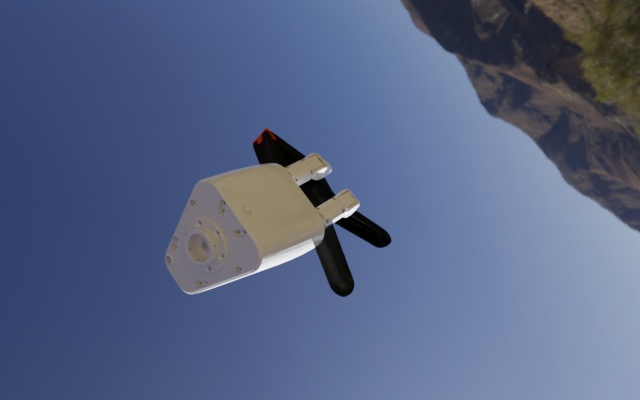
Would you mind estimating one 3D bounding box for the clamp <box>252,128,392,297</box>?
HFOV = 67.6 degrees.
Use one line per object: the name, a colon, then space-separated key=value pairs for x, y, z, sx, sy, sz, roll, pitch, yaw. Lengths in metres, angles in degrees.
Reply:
clamp: x=-0.001 y=0.002 z=0.565 sx=0.036 sy=0.210 sz=0.164 roll=-42 pitch=-11 yaw=26
